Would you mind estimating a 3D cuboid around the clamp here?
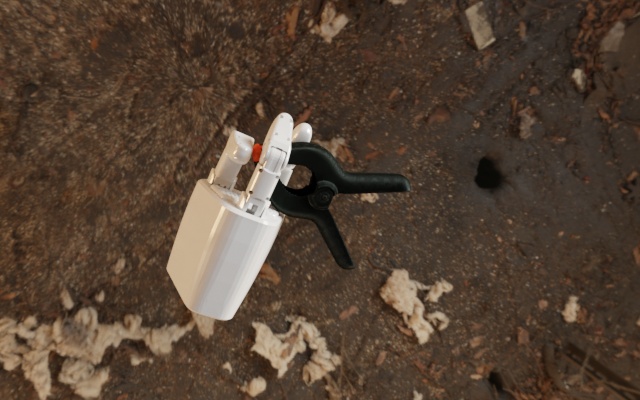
[{"bbox_3d":[0.000,0.002,0.496,0.171,0.120,0.039,22,7,-18],"label":"clamp"}]
